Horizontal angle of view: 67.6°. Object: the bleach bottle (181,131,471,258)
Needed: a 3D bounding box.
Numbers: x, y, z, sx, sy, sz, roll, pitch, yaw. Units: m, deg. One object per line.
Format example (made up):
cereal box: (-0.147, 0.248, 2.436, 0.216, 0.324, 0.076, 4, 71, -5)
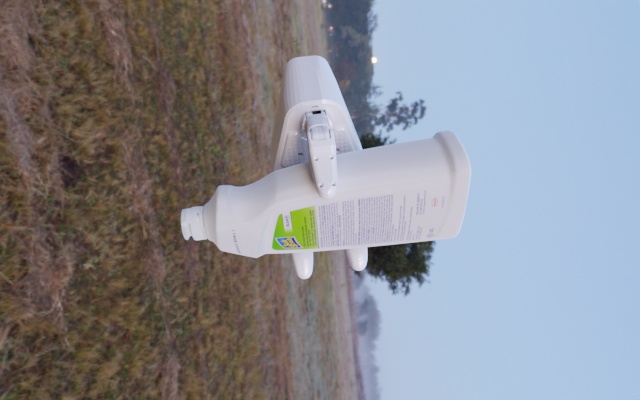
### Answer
bleach bottle: (0.000, 0.002, 0.435, 0.251, 0.103, 0.068, -6, 41, -2)
